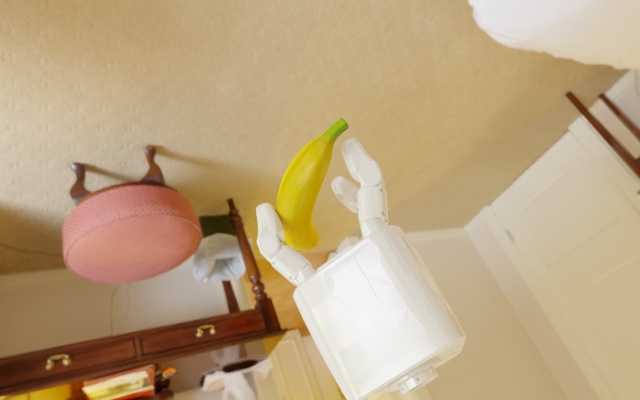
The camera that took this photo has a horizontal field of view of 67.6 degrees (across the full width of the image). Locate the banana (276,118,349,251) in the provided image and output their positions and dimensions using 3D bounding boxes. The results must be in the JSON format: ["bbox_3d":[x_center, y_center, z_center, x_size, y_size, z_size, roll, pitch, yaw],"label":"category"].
[{"bbox_3d":[-0.015,0.006,0.487,0.069,0.037,0.198,-22,-30,-26],"label":"banana"}]
